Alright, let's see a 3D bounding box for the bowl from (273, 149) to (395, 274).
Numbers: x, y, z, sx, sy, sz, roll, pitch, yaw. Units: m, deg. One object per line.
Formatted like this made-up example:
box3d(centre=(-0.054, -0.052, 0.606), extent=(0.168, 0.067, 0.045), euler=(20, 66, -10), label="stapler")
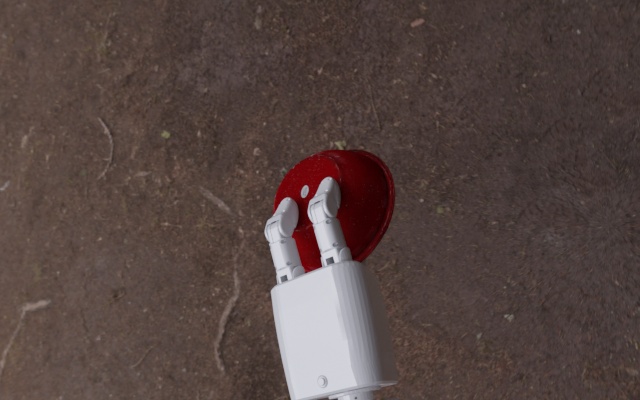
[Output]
box3d(centre=(-0.001, 0.001, 0.536), extent=(0.162, 0.162, 0.055), euler=(0, -25, 41), label="bowl")
